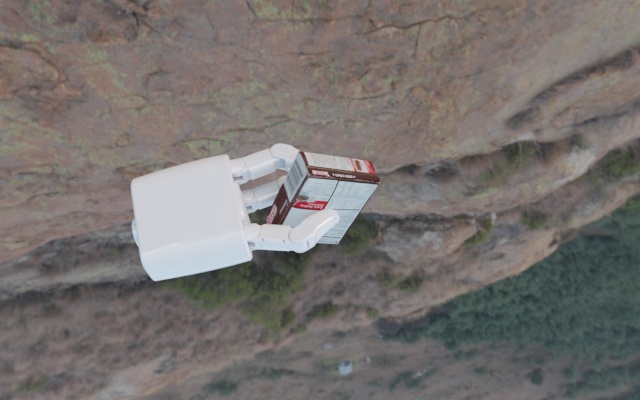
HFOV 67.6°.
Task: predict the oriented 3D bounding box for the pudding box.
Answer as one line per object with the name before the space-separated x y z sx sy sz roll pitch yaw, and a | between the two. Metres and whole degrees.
pudding box | 0.000 0.002 0.528 0.090 0.039 0.114 4 -42 -28
